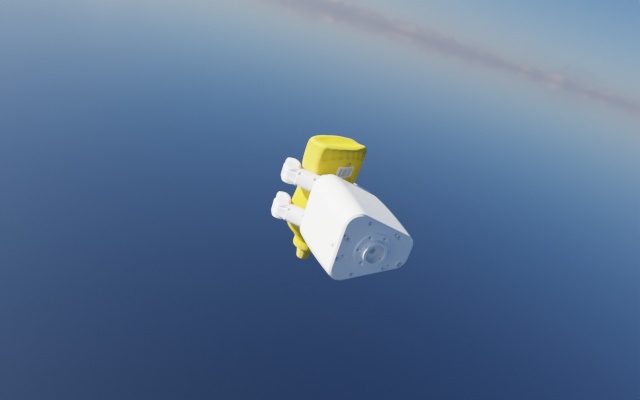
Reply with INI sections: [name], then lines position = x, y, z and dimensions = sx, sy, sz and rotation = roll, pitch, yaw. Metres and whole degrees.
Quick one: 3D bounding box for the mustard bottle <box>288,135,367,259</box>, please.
[mustard bottle]
position = 0.000, 0.002, 0.704
dimensions = 0.096, 0.192, 0.058
rotation = -6, 32, -47
